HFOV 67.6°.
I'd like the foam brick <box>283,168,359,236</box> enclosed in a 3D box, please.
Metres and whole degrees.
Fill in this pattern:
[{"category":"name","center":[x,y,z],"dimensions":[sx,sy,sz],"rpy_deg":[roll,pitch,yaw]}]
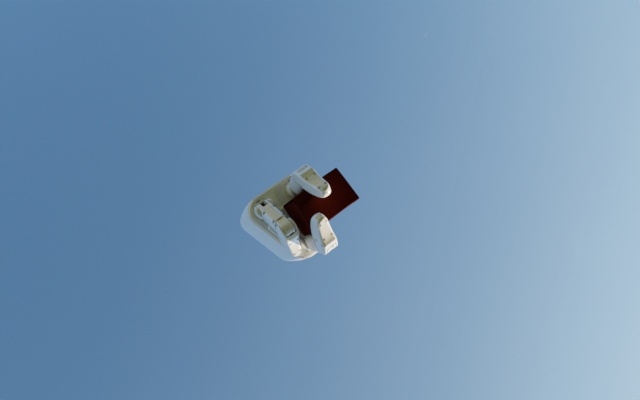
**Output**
[{"category":"foam brick","center":[0.000,0.002,0.634],"dimensions":[0.078,0.053,0.051],"rpy_deg":[-36,1,-20]}]
